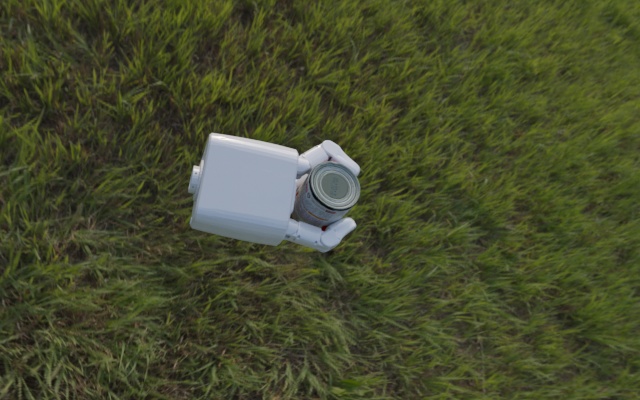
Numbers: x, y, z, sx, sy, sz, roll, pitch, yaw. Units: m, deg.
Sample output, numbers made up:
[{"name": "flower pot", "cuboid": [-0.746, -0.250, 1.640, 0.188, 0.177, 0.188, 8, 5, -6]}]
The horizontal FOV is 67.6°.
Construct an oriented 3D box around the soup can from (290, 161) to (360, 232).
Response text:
[{"name": "soup can", "cuboid": [0.001, 0.002, 0.610, 0.068, 0.068, 0.102, 0, -25, -23]}]
